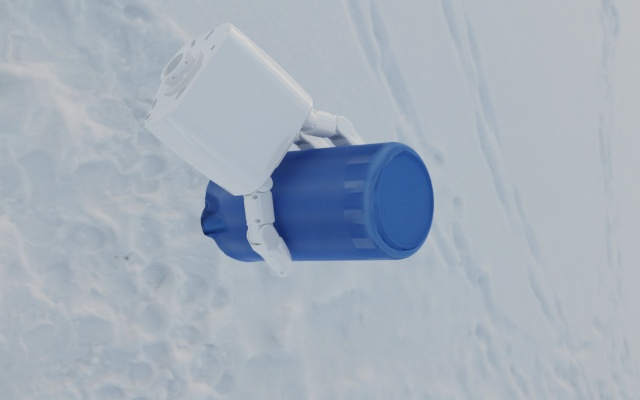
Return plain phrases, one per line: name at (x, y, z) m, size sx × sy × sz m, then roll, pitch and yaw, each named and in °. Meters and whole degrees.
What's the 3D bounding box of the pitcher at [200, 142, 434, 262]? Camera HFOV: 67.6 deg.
pitcher at (0.000, 0.002, 0.520) m, size 0.243 × 0.149 × 0.145 m, roll -3°, pitch -34°, yaw 45°
